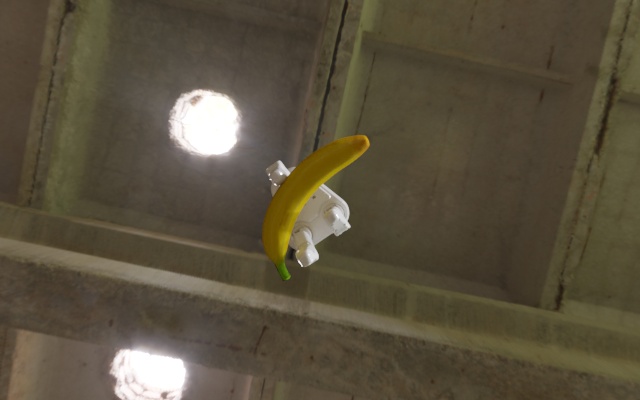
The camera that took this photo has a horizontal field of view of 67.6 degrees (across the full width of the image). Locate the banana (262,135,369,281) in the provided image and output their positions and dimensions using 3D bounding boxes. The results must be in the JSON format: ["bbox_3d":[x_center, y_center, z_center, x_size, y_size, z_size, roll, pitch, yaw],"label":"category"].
[{"bbox_3d":[-0.018,-0.005,0.578,0.069,0.198,0.037,31,2,5],"label":"banana"}]
